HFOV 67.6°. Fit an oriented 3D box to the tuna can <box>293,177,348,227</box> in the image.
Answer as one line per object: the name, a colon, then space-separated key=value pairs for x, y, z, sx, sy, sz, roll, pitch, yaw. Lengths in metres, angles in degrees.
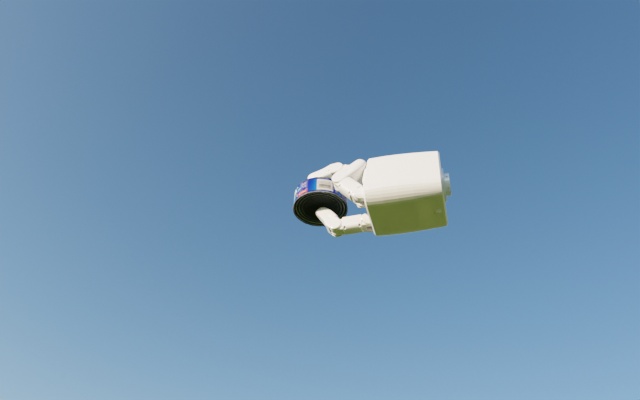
tuna can: x=0.000 y=0.002 z=0.754 sx=0.086 sy=0.033 sz=0.086 roll=1 pitch=-40 yaw=1
